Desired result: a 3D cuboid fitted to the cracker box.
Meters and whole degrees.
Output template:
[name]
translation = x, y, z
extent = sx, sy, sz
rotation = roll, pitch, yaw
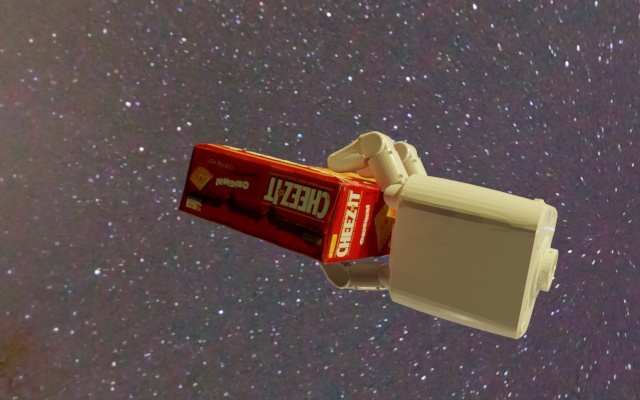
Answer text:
[cracker box]
translation = 0.000, 0.002, 0.476
extent = 0.164, 0.072, 0.214
rotation = 15, 5, 31
